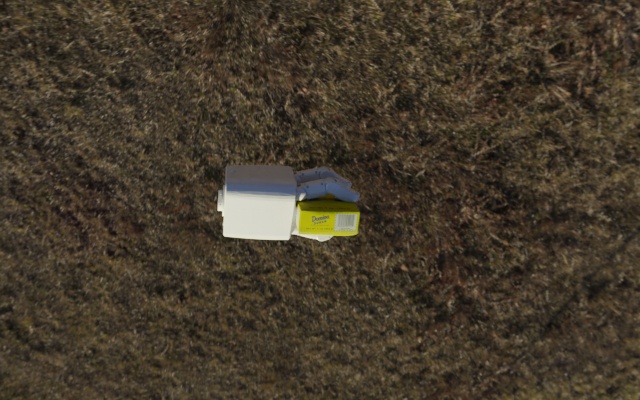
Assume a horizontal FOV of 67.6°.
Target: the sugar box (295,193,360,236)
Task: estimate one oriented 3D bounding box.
[{"bbox_3d":[0.000,0.002,0.785,0.093,0.048,0.176,2,22,-11],"label":"sugar box"}]
